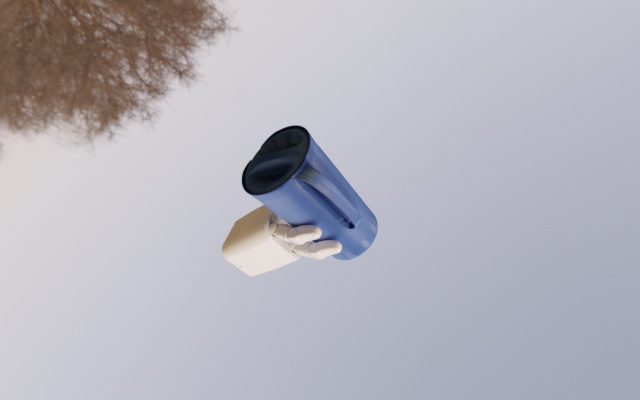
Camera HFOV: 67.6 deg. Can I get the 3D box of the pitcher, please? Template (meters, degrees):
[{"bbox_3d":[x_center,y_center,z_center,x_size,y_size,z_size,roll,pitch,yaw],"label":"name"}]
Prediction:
[{"bbox_3d":[0.000,0.003,0.789,0.145,0.149,0.243,-26,-48,24],"label":"pitcher"}]
